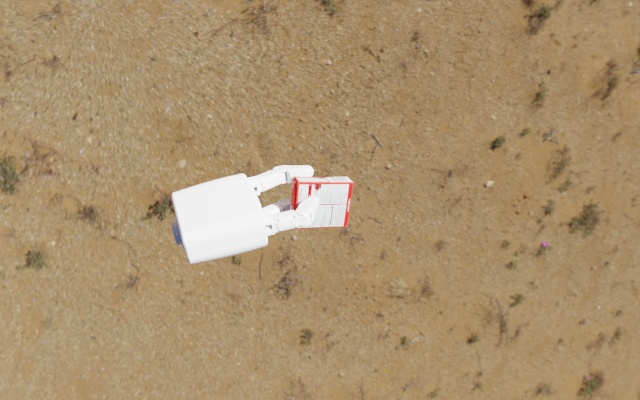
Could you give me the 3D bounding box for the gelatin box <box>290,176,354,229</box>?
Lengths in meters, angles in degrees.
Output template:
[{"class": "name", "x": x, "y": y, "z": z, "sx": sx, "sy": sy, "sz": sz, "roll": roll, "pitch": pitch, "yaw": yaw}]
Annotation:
[{"class": "gelatin box", "x": 0.001, "y": 0.002, "z": 0.711, "sx": 0.089, "sy": 0.073, "sz": 0.030, "roll": -1, "pitch": 22, "yaw": -18}]
